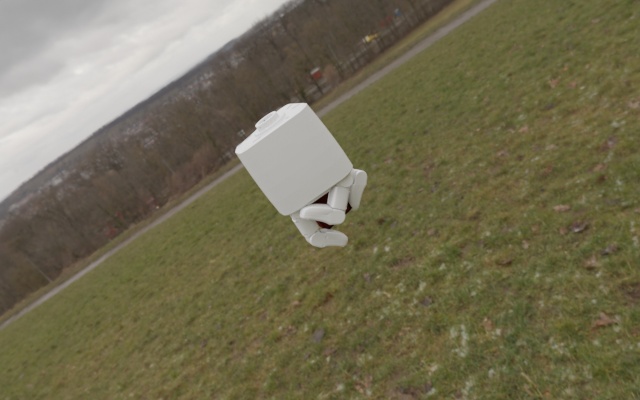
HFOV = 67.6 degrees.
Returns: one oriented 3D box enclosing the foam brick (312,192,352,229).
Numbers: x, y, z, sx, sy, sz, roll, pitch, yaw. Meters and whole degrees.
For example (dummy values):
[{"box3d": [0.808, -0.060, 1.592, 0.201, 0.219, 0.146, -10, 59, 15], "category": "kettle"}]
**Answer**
[{"box3d": [0.000, 0.002, 0.701, 0.053, 0.051, 0.078, -42, 22, -10], "category": "foam brick"}]
